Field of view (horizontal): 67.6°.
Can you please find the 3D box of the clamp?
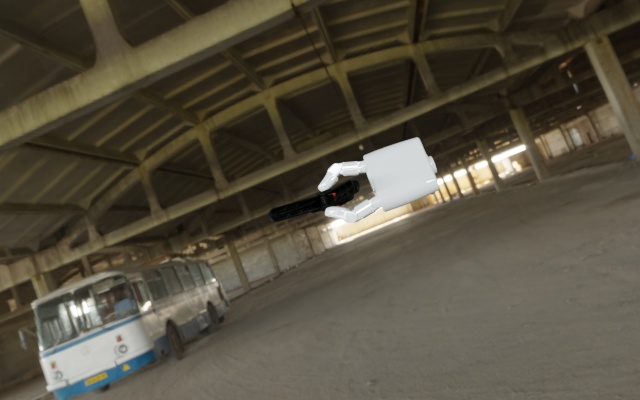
[{"bbox_3d":[0.000,0.002,0.884,0.164,0.036,0.210,-19,-4,8],"label":"clamp"}]
